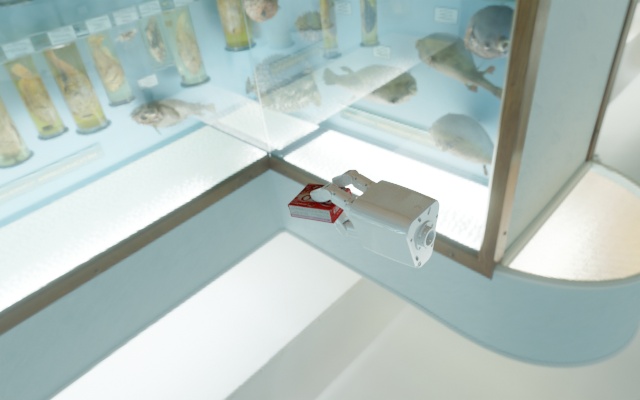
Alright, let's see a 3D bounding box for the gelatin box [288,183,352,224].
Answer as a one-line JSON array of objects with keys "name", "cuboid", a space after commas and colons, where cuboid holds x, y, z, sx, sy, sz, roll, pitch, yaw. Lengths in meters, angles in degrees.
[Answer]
[{"name": "gelatin box", "cuboid": [0.000, 0.003, 0.829, 0.089, 0.030, 0.073, 7, 36, 31]}]
